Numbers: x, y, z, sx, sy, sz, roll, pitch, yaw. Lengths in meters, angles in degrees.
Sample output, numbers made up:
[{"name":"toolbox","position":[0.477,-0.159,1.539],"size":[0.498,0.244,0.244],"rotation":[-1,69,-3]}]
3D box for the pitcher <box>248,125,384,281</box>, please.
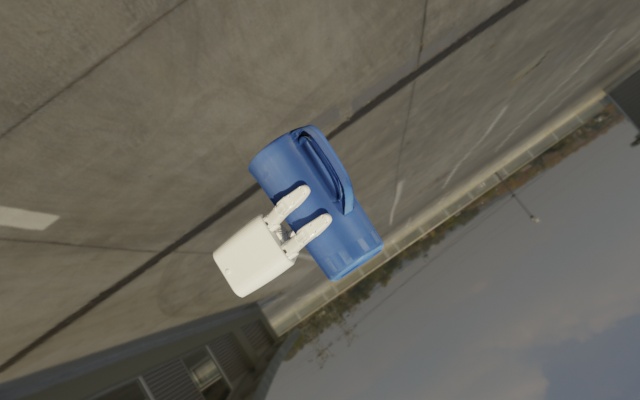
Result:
[{"name":"pitcher","position":[0.000,0.003,0.787],"size":[0.145,0.243,0.149],"rotation":[-36,-10,9]}]
